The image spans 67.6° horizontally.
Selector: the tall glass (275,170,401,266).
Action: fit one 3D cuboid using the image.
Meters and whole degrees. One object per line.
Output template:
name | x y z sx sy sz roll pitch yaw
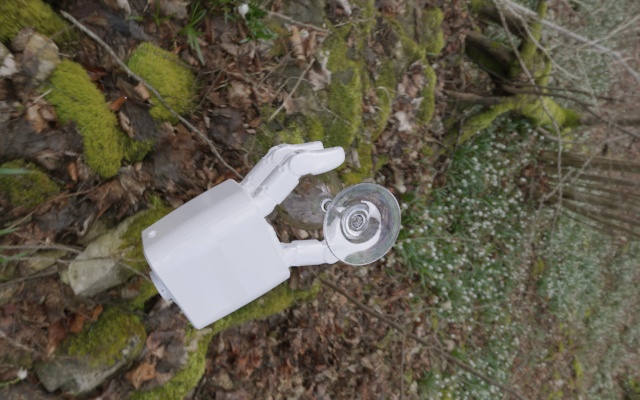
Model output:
tall glass | 0.000 0.002 0.501 0.079 0.079 0.201 0 11 -22
